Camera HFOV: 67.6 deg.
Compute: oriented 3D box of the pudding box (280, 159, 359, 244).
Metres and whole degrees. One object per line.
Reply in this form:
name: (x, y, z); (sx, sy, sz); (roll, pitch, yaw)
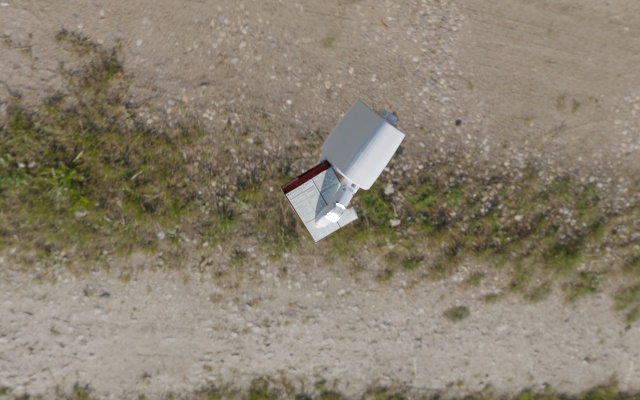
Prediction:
pudding box: (0.000, 0.003, 0.788); (0.090, 0.113, 0.039); (-30, 26, 0)
